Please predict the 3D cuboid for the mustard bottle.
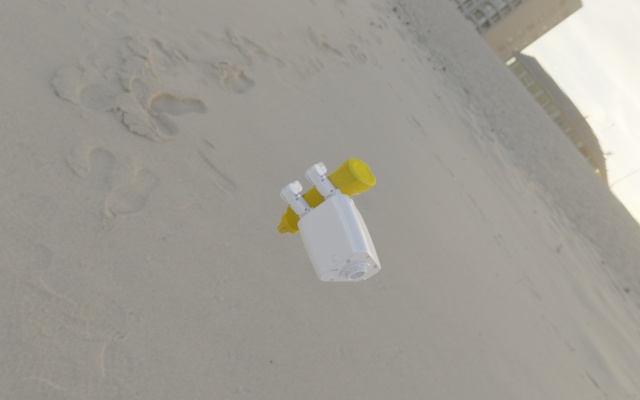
[{"bbox_3d":[0.000,0.002,0.826,0.192,0.058,0.096,-36,-10,22],"label":"mustard bottle"}]
